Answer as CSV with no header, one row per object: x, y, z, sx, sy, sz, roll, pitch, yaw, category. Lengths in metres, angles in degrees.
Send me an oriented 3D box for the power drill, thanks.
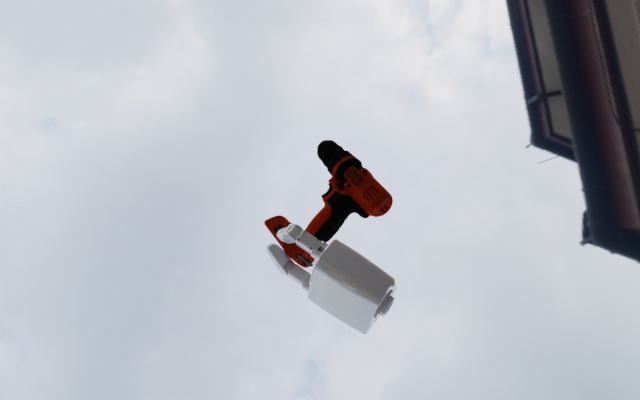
0.000,0.003,0.781,0.184,0.187,0.057,49,3,39,power drill
